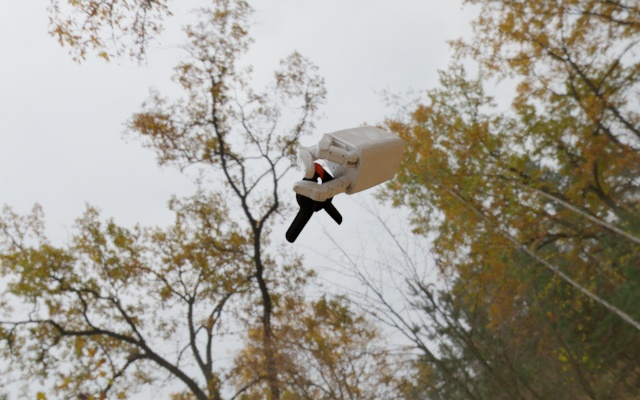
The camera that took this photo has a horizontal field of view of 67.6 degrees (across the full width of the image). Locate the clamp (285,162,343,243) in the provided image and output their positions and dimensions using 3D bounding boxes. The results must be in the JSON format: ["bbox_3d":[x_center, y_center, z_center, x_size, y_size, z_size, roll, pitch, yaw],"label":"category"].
[{"bbox_3d":[0.000,0.002,0.870,0.120,0.172,0.039,-18,51,-32],"label":"clamp"}]
